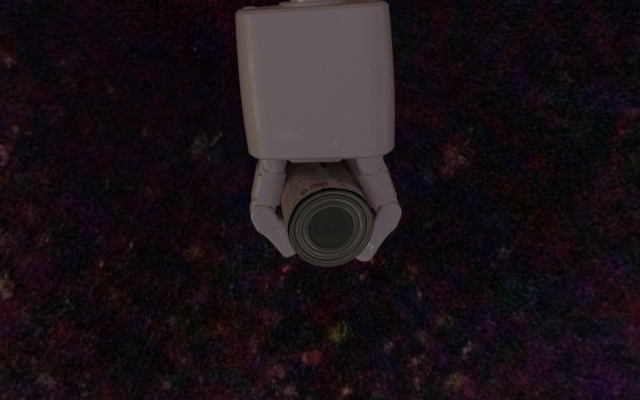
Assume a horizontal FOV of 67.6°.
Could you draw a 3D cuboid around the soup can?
[{"bbox_3d":[0.000,0.002,0.400,0.068,0.068,0.102,0,24,-11],"label":"soup can"}]
